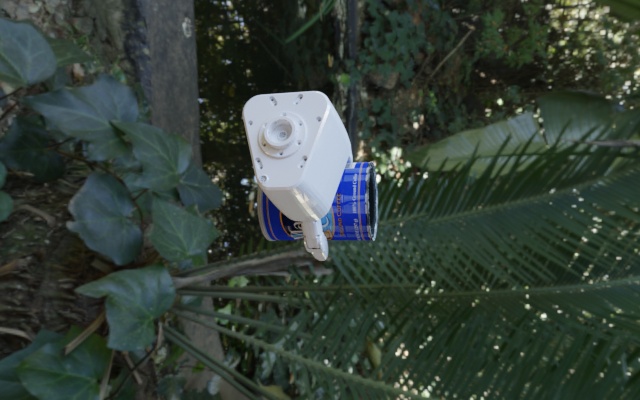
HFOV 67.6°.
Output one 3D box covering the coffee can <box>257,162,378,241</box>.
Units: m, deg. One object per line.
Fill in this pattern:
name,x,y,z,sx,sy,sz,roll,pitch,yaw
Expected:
coffee can,0.000,0.002,0.628,0.140,0.103,0.103,-1,0,13
